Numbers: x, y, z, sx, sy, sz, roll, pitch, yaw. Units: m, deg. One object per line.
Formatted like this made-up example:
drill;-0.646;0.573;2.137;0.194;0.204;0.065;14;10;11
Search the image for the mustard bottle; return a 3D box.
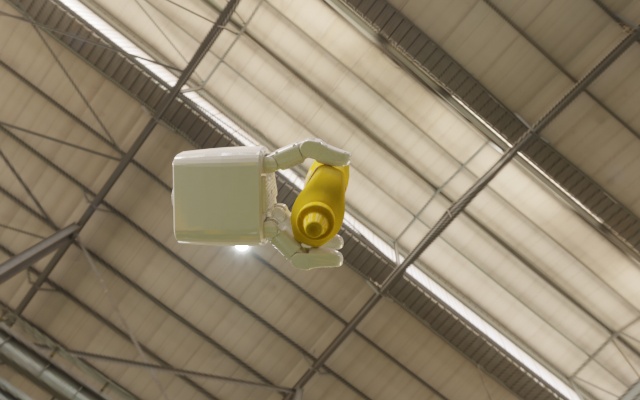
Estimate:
mustard bottle;0.000;0.002;0.572;0.058;0.096;0.191;22;17;-2
